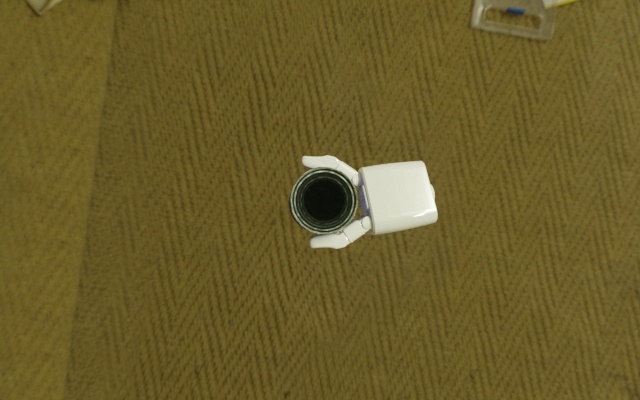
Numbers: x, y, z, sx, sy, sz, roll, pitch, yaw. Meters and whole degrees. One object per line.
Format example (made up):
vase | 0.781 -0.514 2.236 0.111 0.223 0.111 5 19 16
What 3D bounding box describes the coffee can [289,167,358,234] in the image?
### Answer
coffee can | 0.000 0.003 0.785 0.103 0.103 0.140 0 -2 -5
